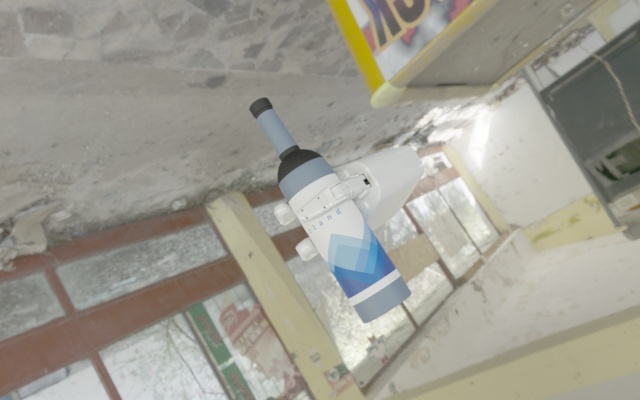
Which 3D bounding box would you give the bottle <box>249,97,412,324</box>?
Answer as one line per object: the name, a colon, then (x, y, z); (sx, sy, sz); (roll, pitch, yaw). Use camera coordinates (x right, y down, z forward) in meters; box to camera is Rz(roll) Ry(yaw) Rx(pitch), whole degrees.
bottle: (0.000, 0.002, 0.574); (0.069, 0.295, 0.069); (-31, -9, -6)
